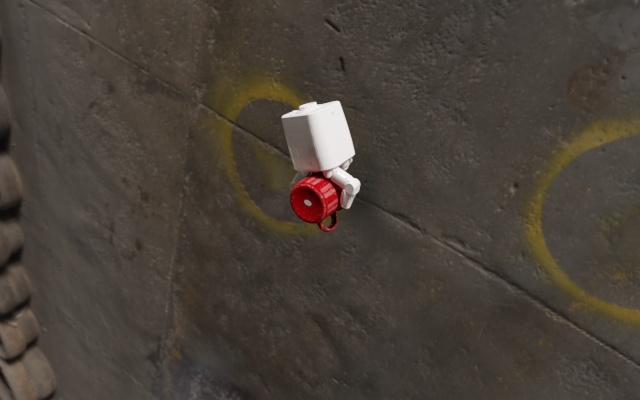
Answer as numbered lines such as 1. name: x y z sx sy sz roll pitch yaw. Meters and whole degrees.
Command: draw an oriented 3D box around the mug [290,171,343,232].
1. mug: 0.000 0.004 0.889 0.093 0.117 0.081 -5 19 36
